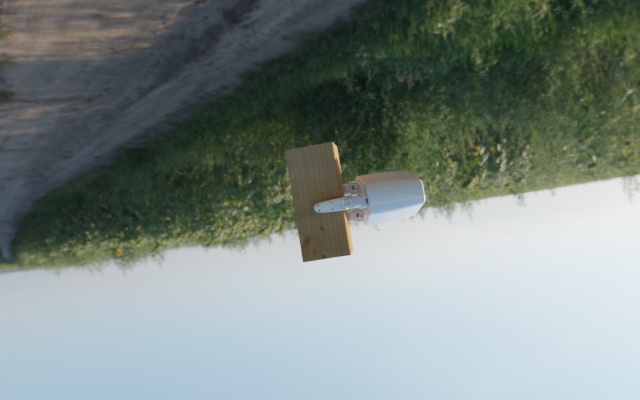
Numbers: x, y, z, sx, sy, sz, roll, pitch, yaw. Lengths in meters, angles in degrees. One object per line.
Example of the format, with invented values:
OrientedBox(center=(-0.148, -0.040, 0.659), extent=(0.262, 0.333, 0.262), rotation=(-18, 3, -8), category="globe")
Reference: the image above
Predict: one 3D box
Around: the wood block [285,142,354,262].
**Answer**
OrientedBox(center=(0.001, 0.003, 0.897), extent=(0.090, 0.206, 0.091), rotation=(-9, -1, 7), category="wood block")
